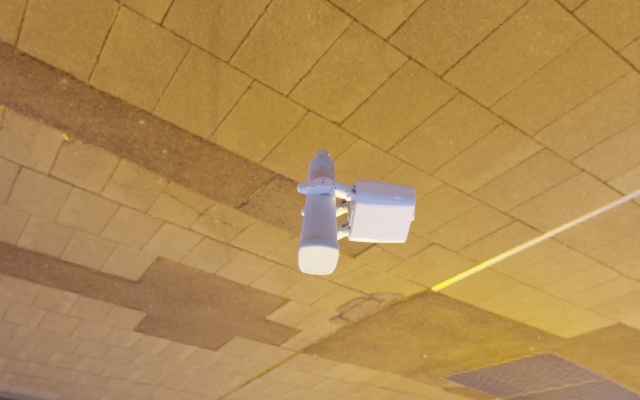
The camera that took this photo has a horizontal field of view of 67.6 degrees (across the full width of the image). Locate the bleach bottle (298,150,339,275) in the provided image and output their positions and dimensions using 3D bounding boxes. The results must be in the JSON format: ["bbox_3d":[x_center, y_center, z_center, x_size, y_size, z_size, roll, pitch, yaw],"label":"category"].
[{"bbox_3d":[0.000,0.003,0.870,0.068,0.250,0.103,4,-37,-2],"label":"bleach bottle"}]
